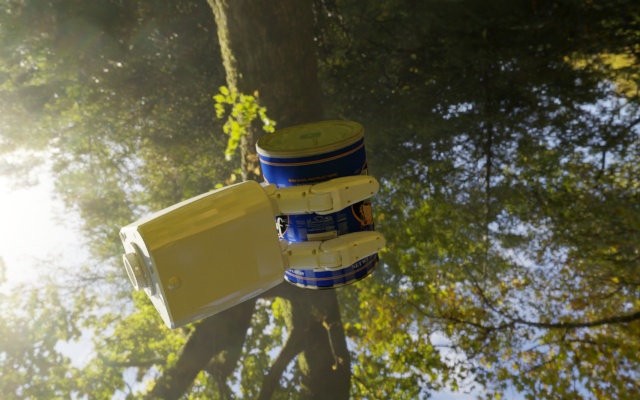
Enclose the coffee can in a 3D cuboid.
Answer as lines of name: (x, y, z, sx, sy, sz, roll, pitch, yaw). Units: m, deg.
coffee can: (0.000, 0.001, 0.475, 0.103, 0.140, 0.102, -8, 21, 3)
